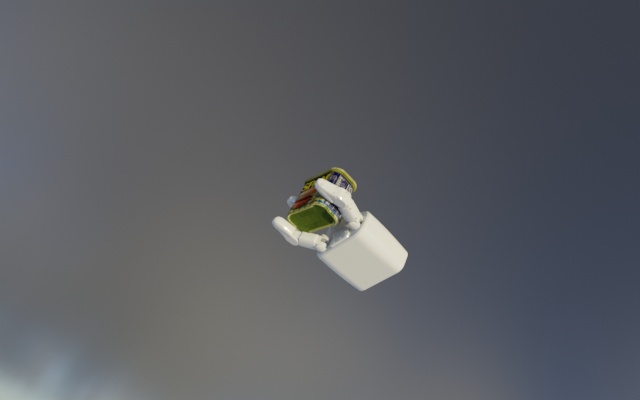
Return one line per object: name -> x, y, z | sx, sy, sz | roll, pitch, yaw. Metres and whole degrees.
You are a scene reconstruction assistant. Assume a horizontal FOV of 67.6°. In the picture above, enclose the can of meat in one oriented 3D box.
can of meat -> 0.000, 0.003, 0.799 | 0.057, 0.084, 0.102 | 45, -40, -21
